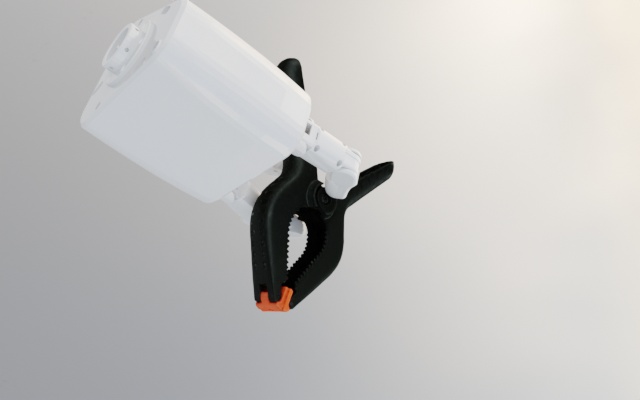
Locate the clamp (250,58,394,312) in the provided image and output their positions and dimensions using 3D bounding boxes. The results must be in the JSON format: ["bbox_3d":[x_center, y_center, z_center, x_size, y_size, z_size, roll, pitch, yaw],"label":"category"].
[{"bbox_3d":[0.000,0.002,0.419,0.036,0.210,0.165,-13,-36,44],"label":"clamp"}]
